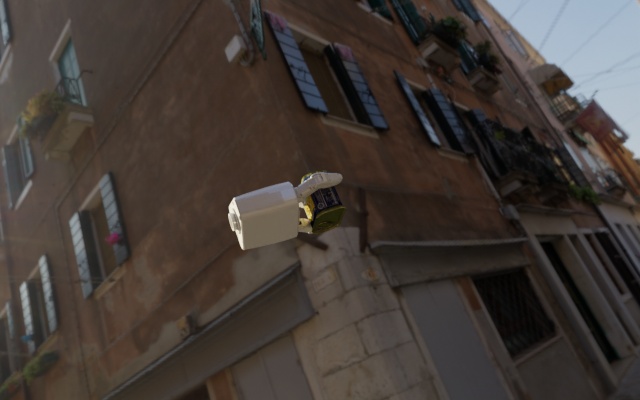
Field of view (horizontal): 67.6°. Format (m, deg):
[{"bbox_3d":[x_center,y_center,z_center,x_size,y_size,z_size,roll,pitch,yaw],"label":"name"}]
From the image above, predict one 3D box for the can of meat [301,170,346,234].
[{"bbox_3d":[0.000,0.003,0.886,0.057,0.084,0.102,-17,-22,-16],"label":"can of meat"}]
